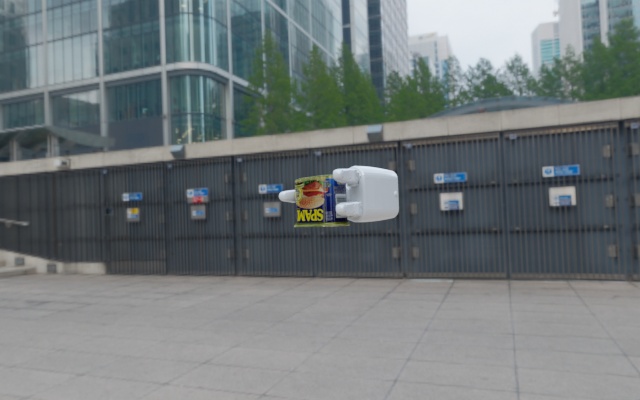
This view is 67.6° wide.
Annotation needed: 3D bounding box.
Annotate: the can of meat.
[{"bbox_3d":[0.000,0.002,0.810,0.057,0.084,0.102,0,-3,-40],"label":"can of meat"}]
